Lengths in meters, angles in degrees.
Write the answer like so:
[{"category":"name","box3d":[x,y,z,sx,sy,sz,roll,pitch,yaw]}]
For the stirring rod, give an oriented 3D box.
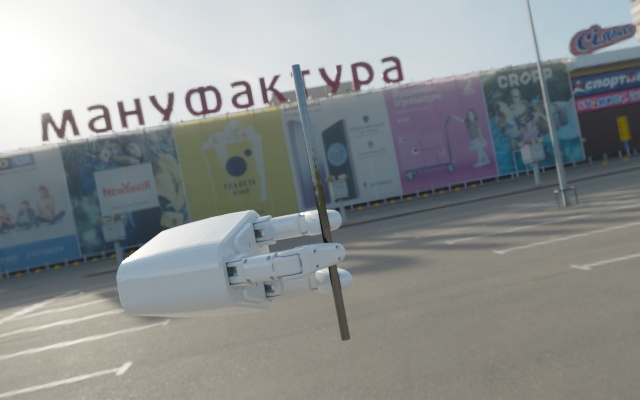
[{"category":"stirring rod","box3d":[0.000,0.001,0.413,0.011,0.239,0.011,-10,0,0]}]
